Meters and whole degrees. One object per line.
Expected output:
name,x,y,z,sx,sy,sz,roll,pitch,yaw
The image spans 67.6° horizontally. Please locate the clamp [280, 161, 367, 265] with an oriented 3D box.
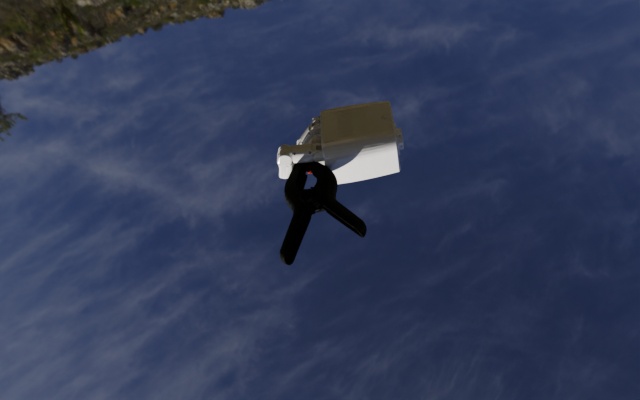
clamp,0.000,0.002,0.662,0.120,0.171,0.039,-11,-35,11
